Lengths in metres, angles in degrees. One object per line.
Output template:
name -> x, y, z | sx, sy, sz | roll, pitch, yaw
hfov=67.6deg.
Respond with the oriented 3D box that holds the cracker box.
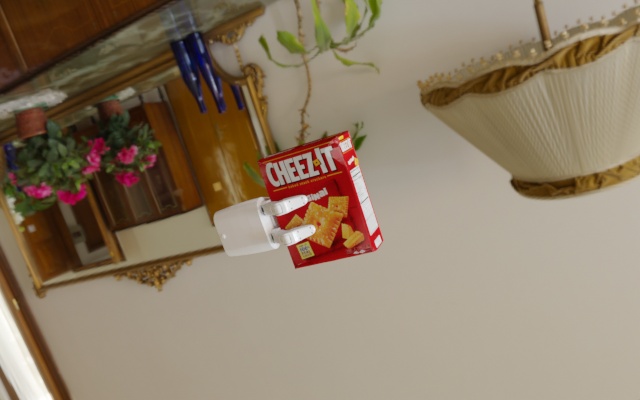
cracker box -> 0.000, 0.003, 0.858 | 0.164, 0.214, 0.072 | -14, 11, 24
